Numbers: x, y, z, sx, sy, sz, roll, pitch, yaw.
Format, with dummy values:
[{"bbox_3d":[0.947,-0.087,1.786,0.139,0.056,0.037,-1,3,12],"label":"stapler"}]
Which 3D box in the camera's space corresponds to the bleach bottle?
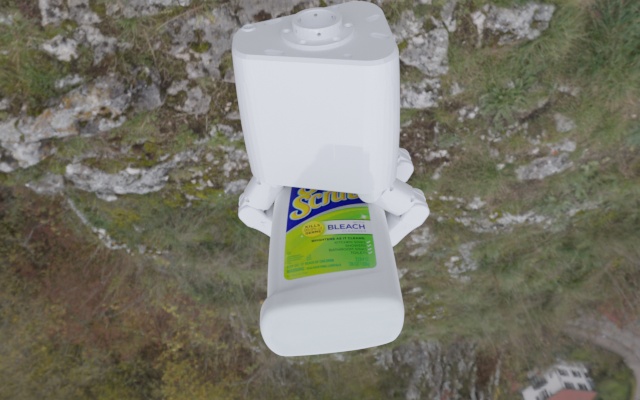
[{"bbox_3d":[0.000,0.001,0.412,0.102,0.068,0.250,-6,45,-1],"label":"bleach bottle"}]
